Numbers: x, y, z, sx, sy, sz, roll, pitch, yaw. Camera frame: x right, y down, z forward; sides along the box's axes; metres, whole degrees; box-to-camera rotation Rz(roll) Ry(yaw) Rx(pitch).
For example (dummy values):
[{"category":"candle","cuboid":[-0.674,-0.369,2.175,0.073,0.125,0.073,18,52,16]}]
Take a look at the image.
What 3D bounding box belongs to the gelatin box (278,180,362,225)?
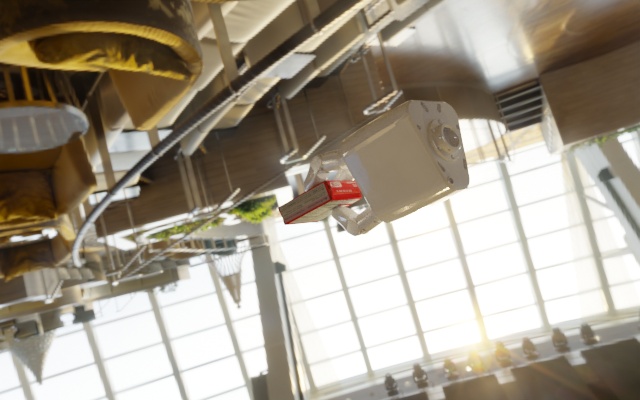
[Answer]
[{"category":"gelatin box","cuboid":[0.000,0.003,0.639,0.089,0.030,0.073,-30,-15,33]}]
